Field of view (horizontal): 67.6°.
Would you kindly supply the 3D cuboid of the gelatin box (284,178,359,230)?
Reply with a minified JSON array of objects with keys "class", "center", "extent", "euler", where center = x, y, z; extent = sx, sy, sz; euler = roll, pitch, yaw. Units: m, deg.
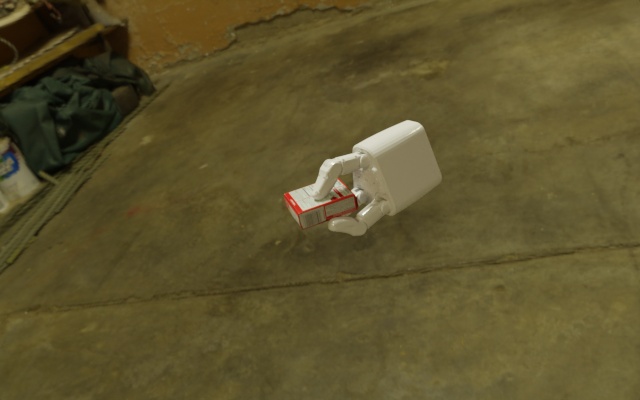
[{"class":"gelatin box","center":[0.000,0.002,0.694],"extent":[0.089,0.030,0.073],"euler":[-19,29,-13]}]
